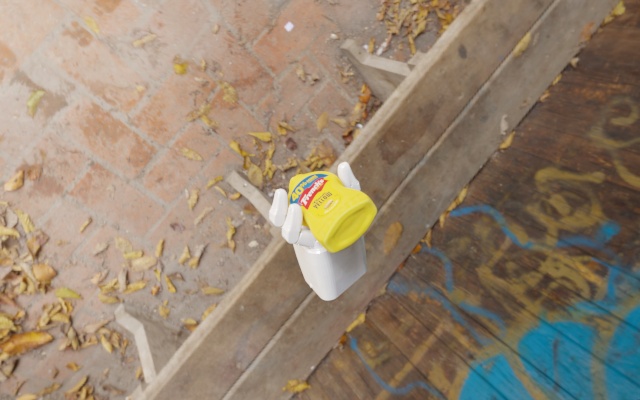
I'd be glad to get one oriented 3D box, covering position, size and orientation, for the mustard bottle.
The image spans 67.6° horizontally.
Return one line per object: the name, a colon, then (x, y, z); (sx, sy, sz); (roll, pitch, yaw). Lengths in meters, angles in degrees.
mustard bottle: (0.000, 0.002, 0.750); (0.058, 0.096, 0.191); (50, -7, -36)
